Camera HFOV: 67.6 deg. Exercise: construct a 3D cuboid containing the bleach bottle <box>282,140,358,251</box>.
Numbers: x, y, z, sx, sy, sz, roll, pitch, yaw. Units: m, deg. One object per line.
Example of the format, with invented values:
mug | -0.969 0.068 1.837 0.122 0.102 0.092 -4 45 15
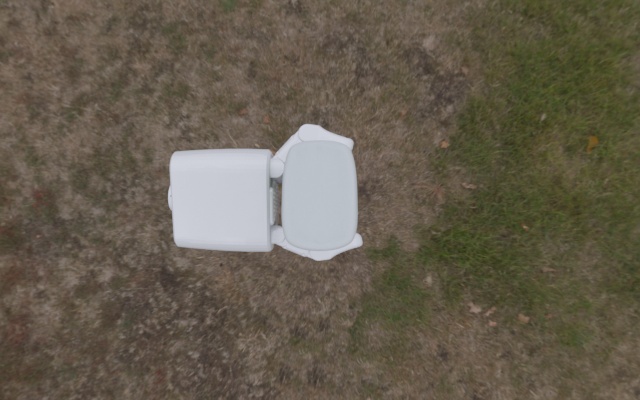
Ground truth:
bleach bottle | 0.000 0.002 0.541 0.068 0.102 0.251 0 -4 0
